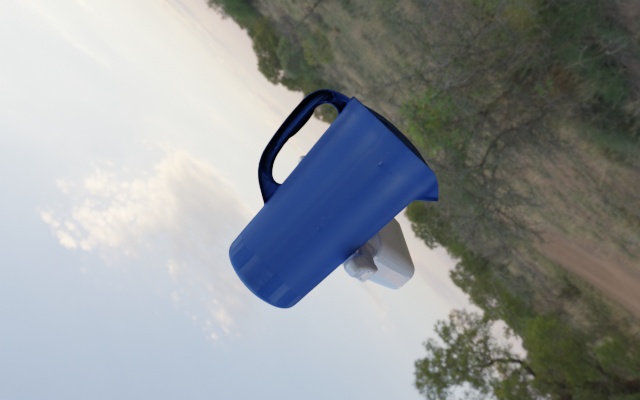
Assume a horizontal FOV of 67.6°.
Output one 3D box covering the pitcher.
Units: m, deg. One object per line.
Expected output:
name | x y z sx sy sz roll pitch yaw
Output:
pitcher | 0.000 0.002 0.557 0.145 0.243 0.149 32 16 -47
